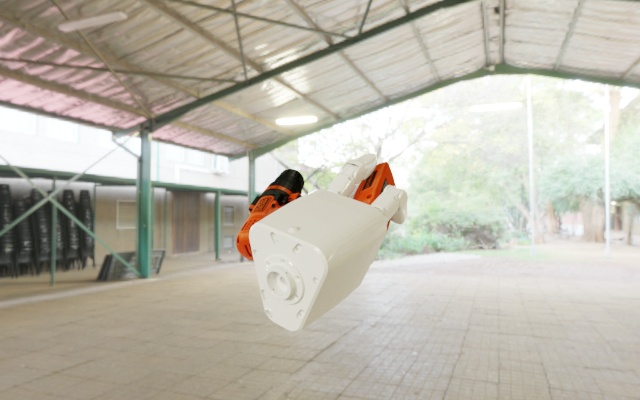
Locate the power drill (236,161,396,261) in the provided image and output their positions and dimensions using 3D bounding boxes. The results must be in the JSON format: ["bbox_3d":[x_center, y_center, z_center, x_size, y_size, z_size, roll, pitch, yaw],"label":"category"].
[{"bbox_3d":[0.000,0.002,0.616,0.187,0.057,0.184,-11,30,24],"label":"power drill"}]
